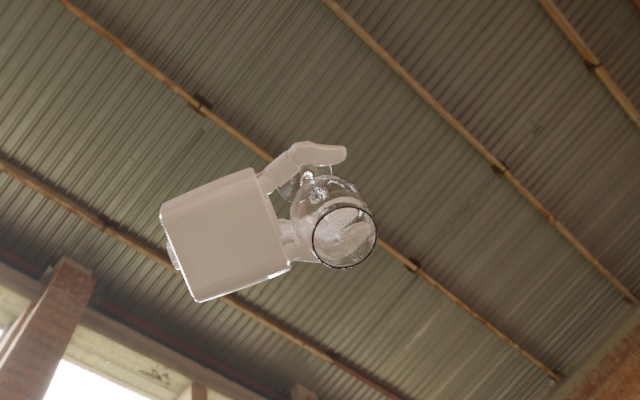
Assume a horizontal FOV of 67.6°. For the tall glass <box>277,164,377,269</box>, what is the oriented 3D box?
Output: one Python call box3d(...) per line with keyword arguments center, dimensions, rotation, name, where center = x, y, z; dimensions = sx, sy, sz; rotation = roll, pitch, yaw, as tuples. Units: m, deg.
box3d(center=(0.000, 0.001, 0.517), dimensions=(0.079, 0.079, 0.201), rotation=(0, 19, -14), name="tall glass")
